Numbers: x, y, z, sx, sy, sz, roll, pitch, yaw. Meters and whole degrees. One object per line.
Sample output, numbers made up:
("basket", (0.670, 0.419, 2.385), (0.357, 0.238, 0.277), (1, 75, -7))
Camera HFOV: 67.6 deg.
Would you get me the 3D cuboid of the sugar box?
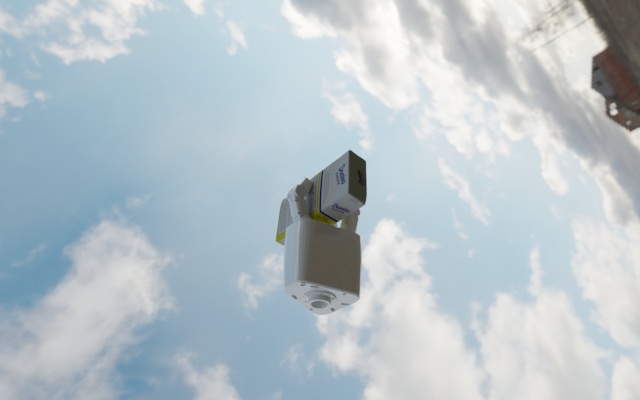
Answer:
("sugar box", (0.000, 0.003, 0.775), (0.048, 0.093, 0.176), (33, -47, -30))
